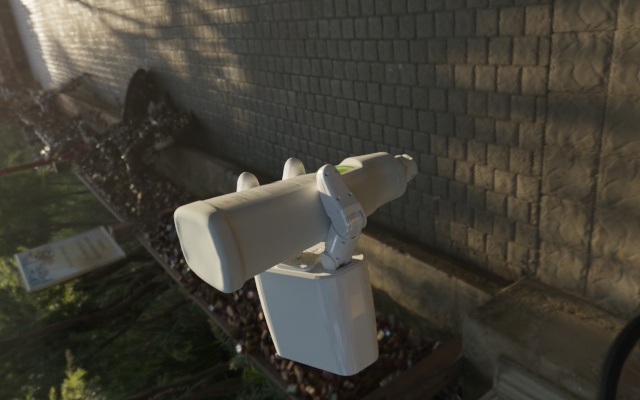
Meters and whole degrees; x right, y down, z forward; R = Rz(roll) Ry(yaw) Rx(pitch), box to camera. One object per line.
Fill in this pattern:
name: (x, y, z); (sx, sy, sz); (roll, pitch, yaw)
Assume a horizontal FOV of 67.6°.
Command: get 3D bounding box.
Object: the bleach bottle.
bleach bottle: (0.000, 0.001, 0.450); (0.251, 0.068, 0.102); (-20, 17, -31)
